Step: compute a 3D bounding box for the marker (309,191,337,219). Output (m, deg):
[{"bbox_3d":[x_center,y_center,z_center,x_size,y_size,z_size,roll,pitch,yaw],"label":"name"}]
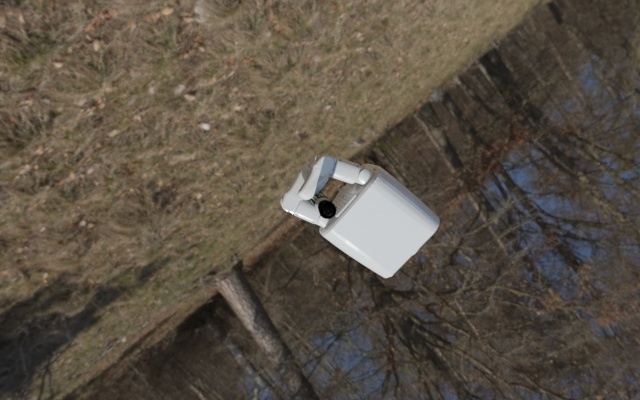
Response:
[{"bbox_3d":[0.000,0.002,0.557,0.020,0.020,0.121,0,9,-9],"label":"marker"}]
